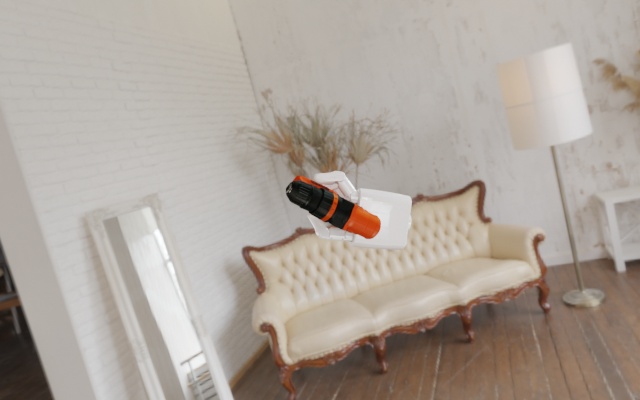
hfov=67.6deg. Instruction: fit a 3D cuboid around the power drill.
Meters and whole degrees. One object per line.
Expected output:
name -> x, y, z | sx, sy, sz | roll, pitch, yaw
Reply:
power drill -> 0.000, 0.003, 0.872 | 0.184, 0.057, 0.187 | 28, 3, -23
